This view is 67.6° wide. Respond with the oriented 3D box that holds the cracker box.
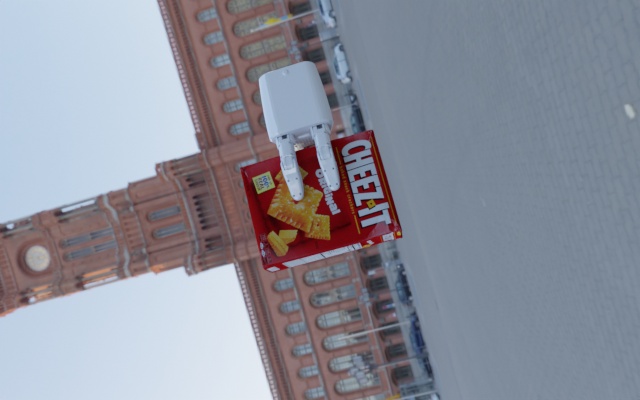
[{"bbox_3d":[0.000,0.002,0.728,0.214,0.164,0.072,-16,-15,6],"label":"cracker box"}]
